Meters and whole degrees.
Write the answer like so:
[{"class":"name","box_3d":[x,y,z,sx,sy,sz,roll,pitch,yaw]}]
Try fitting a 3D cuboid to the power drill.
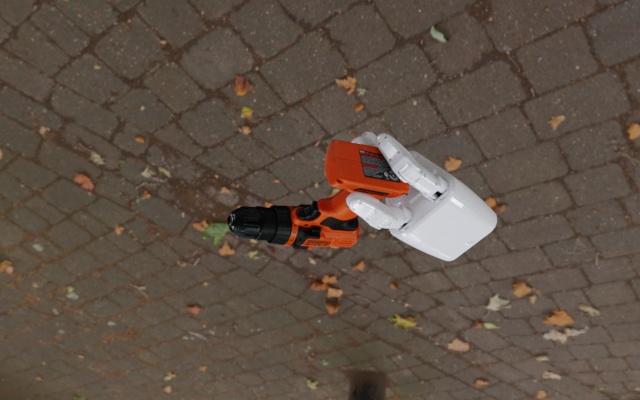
[{"class":"power drill","box_3d":[0.001,0.002,0.574,0.184,0.057,0.188,5,-29,-30]}]
